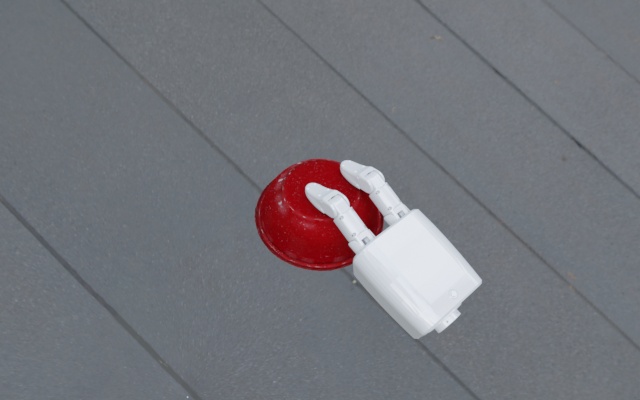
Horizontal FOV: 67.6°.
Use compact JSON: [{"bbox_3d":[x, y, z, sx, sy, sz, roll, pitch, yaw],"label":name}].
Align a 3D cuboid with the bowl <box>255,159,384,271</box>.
[{"bbox_3d":[-0.001,0.001,0.579,0.162,0.162,0.055,0,-37,-3],"label":"bowl"}]
